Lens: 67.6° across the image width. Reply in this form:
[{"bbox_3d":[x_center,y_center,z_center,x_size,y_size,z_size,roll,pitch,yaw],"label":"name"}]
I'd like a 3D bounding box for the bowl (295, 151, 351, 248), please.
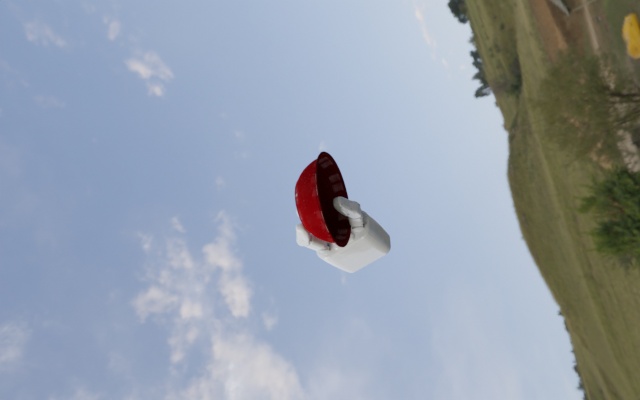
[{"bbox_3d":[-0.001,0.002,0.796,0.055,0.162,0.162,-12,-4,19],"label":"bowl"}]
